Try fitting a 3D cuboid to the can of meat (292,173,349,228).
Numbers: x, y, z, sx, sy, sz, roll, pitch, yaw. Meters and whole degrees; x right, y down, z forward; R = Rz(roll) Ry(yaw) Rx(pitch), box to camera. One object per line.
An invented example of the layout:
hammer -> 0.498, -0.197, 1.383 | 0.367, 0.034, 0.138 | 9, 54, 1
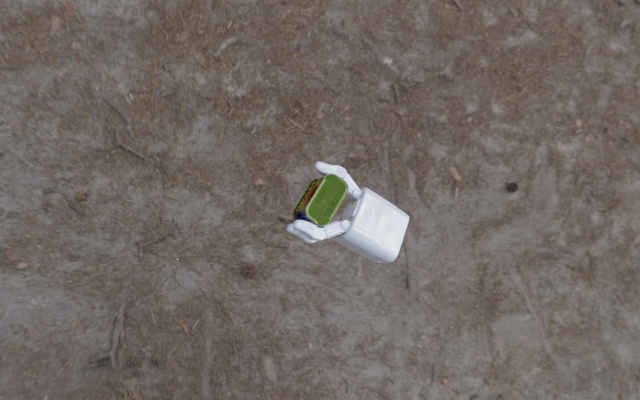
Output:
can of meat -> 0.000, 0.003, 0.877 | 0.057, 0.102, 0.084 | 34, -15, -11
